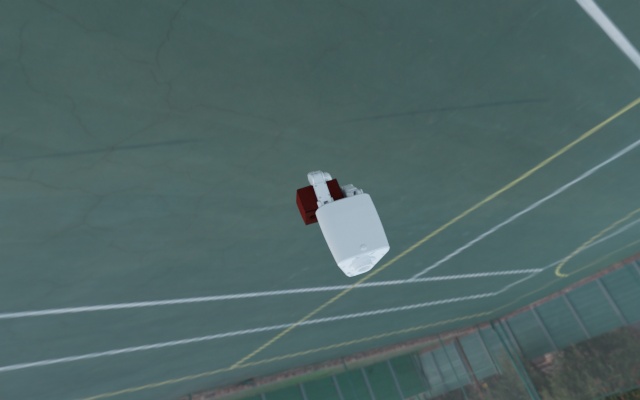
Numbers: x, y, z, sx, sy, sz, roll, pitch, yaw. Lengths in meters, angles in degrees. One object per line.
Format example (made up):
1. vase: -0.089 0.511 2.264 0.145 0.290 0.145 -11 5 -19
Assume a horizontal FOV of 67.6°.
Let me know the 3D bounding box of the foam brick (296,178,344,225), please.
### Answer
1. foam brick: 0.000 0.003 0.861 0.078 0.051 0.053 -16 -26 -10
